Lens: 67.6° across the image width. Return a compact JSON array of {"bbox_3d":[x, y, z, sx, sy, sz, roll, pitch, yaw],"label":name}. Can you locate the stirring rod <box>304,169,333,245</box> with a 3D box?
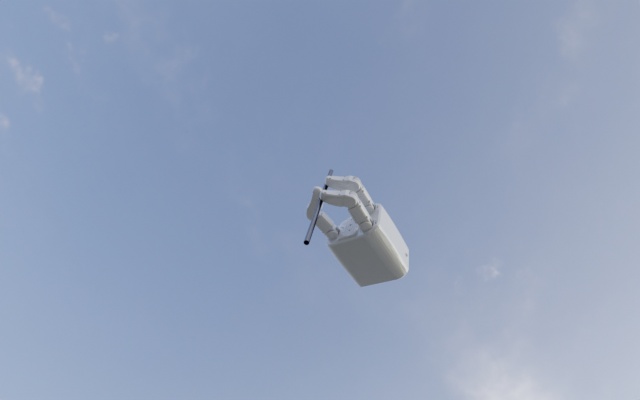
[{"bbox_3d":[0.000,0.003,0.760,0.011,0.011,0.239,0,28,11],"label":"stirring rod"}]
